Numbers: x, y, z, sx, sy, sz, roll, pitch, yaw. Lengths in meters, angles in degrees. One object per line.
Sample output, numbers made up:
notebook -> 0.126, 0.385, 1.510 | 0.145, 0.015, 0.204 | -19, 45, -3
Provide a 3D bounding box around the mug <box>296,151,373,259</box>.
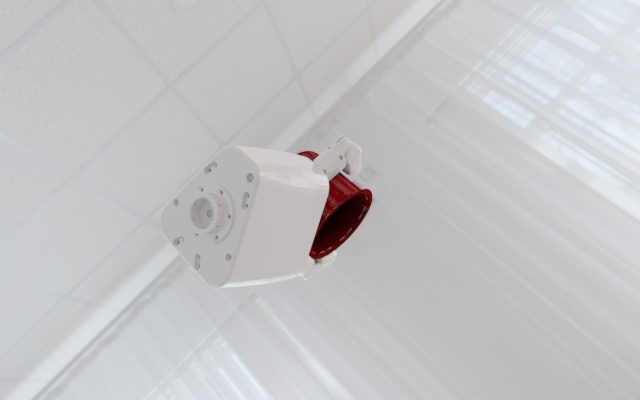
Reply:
mug -> 0.001, 0.002, 0.519 | 0.081, 0.093, 0.117 | 42, 16, 23
